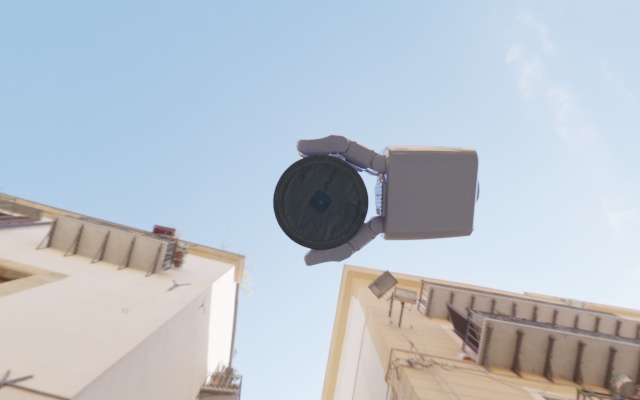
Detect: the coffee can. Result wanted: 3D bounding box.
[{"bbox_3d":[0.000,0.002,0.578,0.103,0.103,0.140,0,0,0],"label":"coffee can"}]
